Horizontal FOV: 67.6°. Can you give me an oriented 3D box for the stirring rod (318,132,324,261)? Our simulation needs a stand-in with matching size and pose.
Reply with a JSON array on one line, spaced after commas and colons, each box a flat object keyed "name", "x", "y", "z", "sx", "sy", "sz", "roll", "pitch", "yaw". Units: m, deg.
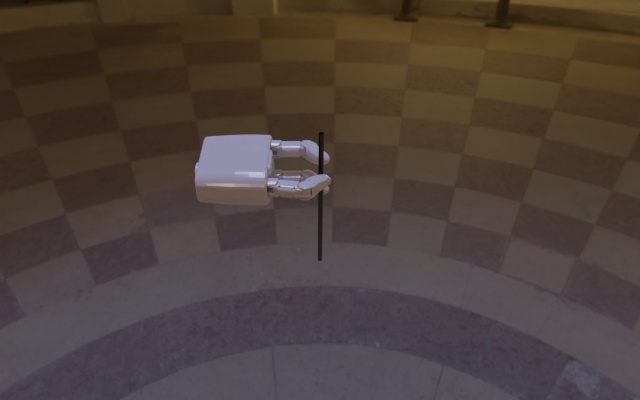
[{"name": "stirring rod", "x": 0.000, "y": 0.003, "z": 0.759, "sx": 0.011, "sy": 0.240, "sz": 0.011, "roll": 0, "pitch": 34, "yaw": 0}]
